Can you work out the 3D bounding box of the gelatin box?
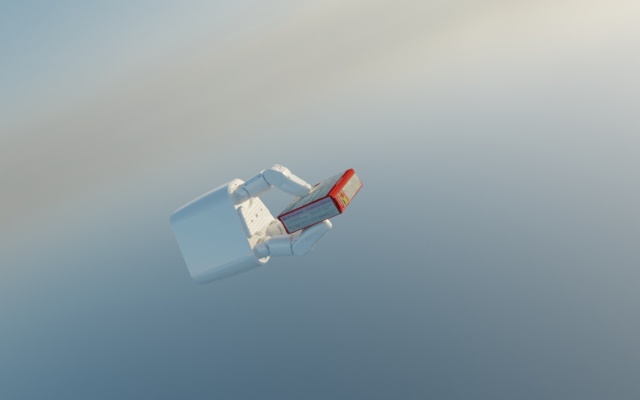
[{"bbox_3d":[0.000,0.001,0.590,0.089,0.030,0.073,-24,15,35],"label":"gelatin box"}]
